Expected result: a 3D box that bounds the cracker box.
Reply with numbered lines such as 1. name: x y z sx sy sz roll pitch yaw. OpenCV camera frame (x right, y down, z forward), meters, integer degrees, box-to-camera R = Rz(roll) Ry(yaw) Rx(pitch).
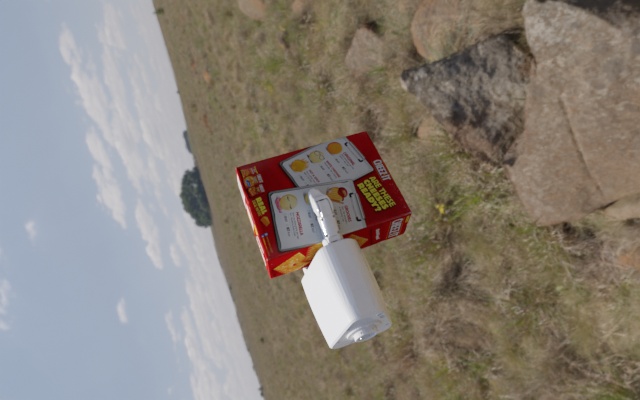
1. cracker box: 0.000 0.002 0.710 0.213 0.164 0.072 -17 -31 -12
